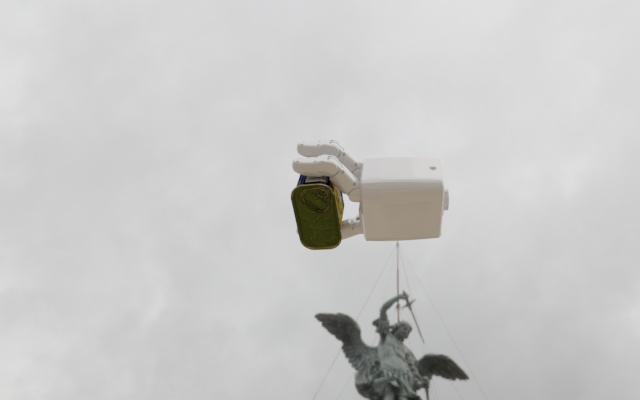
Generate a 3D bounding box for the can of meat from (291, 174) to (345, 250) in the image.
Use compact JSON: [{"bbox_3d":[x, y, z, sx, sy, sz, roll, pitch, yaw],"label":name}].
[{"bbox_3d":[0.000,0.002,0.654,0.057,0.102,0.084,-4,31,11],"label":"can of meat"}]
